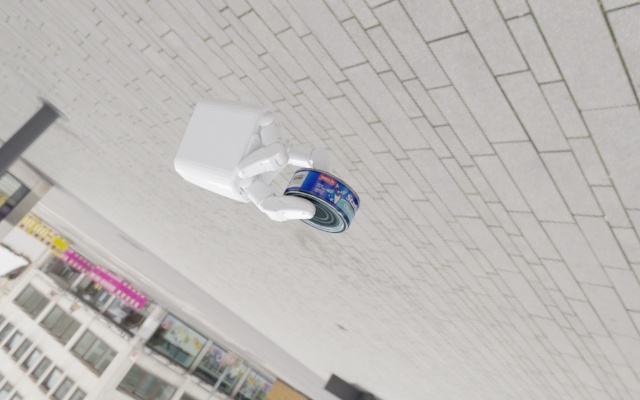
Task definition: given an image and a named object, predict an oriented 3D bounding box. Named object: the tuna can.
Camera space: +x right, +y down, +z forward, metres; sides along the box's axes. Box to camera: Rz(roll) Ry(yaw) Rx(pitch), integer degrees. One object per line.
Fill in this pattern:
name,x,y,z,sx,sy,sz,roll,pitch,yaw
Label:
tuna can,0.000,0.002,0.550,0.086,0.033,0.086,23,-25,12
